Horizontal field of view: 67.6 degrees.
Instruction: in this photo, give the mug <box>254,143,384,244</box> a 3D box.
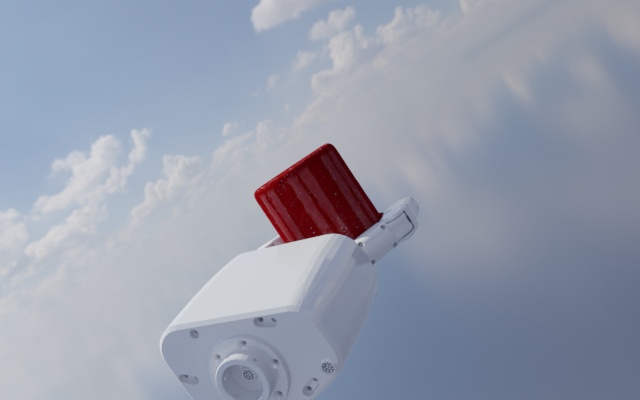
[{"bbox_3d":[0.000,0.001,0.422,0.093,0.081,0.117,-31,6,21],"label":"mug"}]
